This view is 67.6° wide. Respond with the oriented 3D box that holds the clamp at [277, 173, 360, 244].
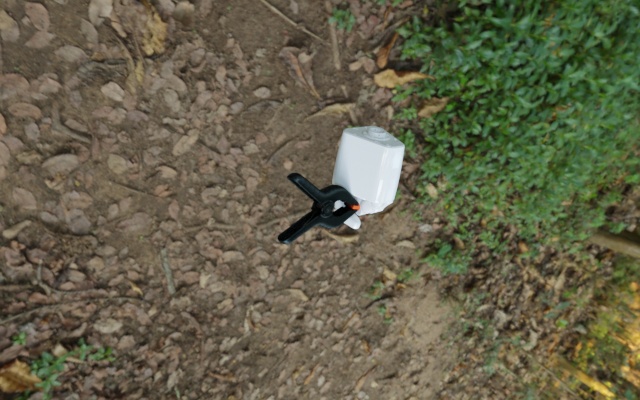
[{"bbox_3d":[0.001,0.003,0.819,0.171,0.120,0.039,-14,32,-40],"label":"clamp"}]
